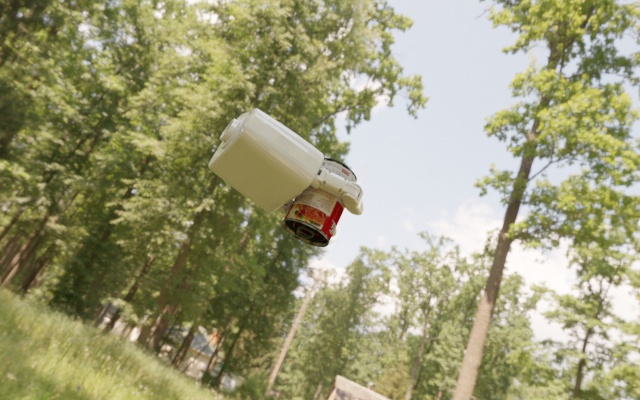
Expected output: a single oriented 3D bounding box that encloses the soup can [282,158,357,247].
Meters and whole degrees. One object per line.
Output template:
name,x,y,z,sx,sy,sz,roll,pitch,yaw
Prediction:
soup can,0.001,0.002,0.643,0.068,0.102,0.068,22,-24,10
